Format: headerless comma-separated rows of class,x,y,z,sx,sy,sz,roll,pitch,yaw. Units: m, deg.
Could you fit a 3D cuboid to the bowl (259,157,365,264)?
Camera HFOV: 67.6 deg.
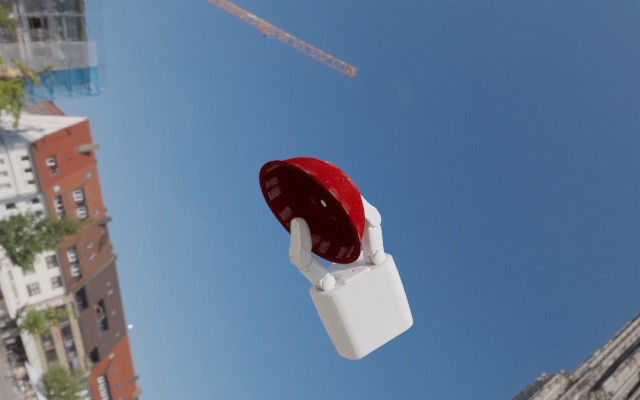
bowl,0.000,0.001,0.591,0.055,0.162,0.162,-45,25,-28
